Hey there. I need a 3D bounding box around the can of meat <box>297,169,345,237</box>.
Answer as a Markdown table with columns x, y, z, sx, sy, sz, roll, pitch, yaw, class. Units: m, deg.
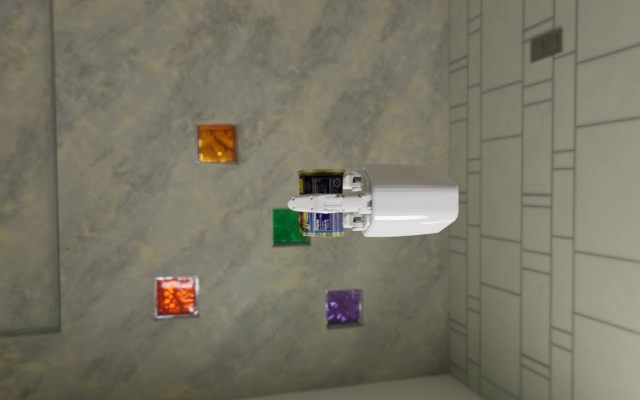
| x | y | z | sx | sy | sz | roll | pitch | yaw | class |
| --- | --- | --- | --- | --- | --- | --- | --- | --- | --- |
| 0.000 | 0.002 | 0.631 | 0.057 | 0.084 | 0.102 | -1 | 2 | -6 | can of meat |
